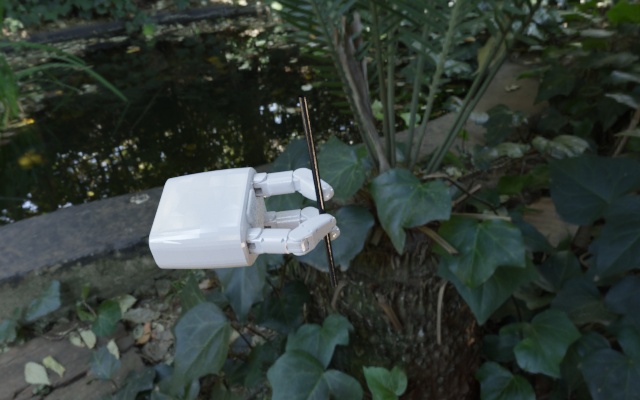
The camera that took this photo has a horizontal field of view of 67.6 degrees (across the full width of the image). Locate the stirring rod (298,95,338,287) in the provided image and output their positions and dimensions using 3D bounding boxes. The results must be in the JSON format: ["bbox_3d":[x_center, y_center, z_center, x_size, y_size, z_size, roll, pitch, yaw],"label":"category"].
[{"bbox_3d":[0.000,0.002,0.515,0.011,0.240,0.011,-7,32,4],"label":"stirring rod"}]
